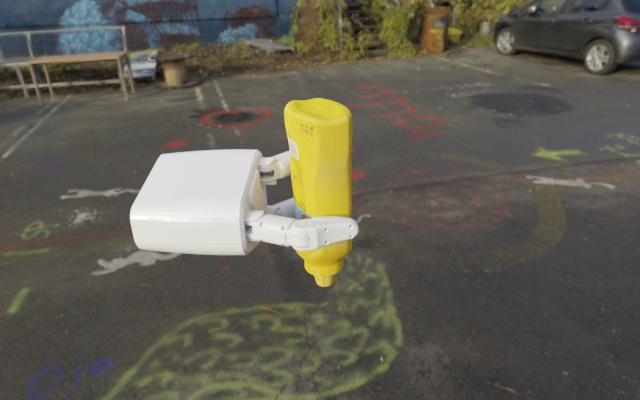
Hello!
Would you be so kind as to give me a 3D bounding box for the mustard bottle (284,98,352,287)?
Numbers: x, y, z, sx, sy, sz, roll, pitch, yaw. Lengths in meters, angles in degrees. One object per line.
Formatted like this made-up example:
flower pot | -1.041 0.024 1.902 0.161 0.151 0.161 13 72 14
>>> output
mustard bottle | 0.000 0.001 0.476 0.058 0.192 0.096 -10 25 -17
